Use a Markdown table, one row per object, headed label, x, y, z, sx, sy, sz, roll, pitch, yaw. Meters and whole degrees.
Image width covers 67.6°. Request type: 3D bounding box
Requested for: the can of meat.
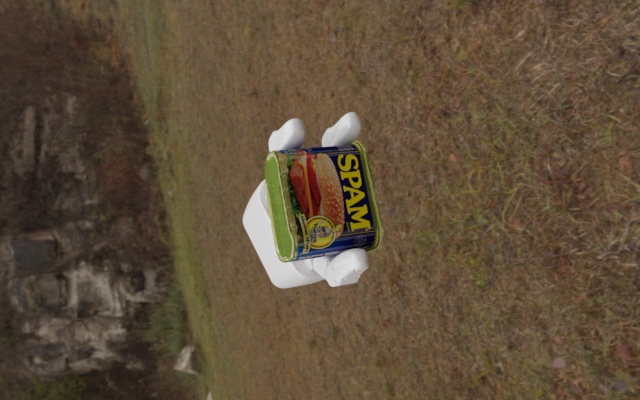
| label | x | y | z | sx | sy | sz | roll | pitch | yaw |
| --- | --- | --- | --- | --- | --- | --- | --- | --- | --- |
| can of meat | 0.000 | 0.002 | 0.425 | 0.084 | 0.102 | 0.057 | -7 | -11 | -21 |
